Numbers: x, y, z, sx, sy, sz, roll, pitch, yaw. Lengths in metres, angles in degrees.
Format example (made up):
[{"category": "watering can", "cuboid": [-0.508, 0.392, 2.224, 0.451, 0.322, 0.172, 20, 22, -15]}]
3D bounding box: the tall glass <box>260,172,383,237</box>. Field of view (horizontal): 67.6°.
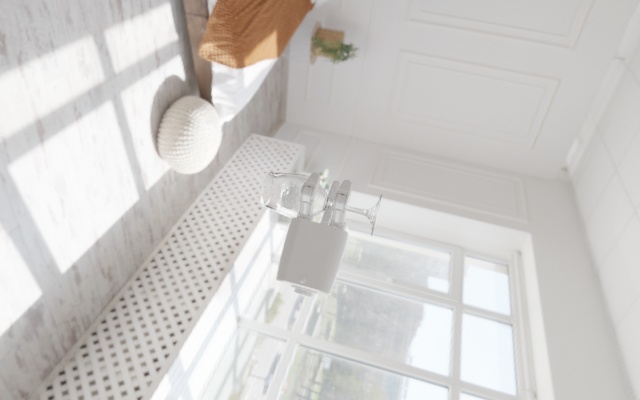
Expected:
[{"category": "tall glass", "cuboid": [0.001, 0.003, 0.820, 0.201, 0.079, 0.079, 14, 2, 9]}]
